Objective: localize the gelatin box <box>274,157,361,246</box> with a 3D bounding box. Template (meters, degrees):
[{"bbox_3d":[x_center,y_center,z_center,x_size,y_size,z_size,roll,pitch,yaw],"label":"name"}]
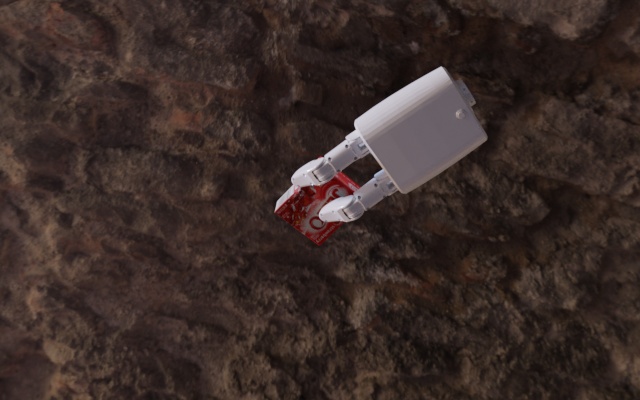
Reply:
[{"bbox_3d":[0.000,0.002,0.577,0.073,0.089,0.030,37,26,-17],"label":"gelatin box"}]
